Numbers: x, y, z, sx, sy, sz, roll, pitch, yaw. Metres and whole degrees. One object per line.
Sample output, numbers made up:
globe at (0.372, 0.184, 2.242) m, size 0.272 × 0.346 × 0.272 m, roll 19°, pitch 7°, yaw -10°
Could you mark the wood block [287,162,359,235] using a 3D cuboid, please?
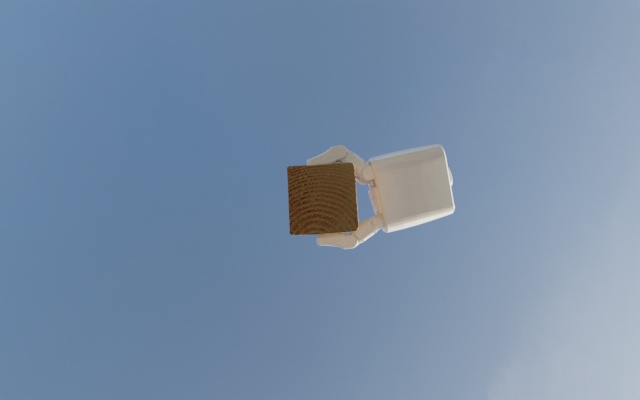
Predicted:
wood block at (0.001, 0.003, 0.709) m, size 0.090 × 0.091 × 0.206 m, roll -4°, pitch -3°, yaw -1°
